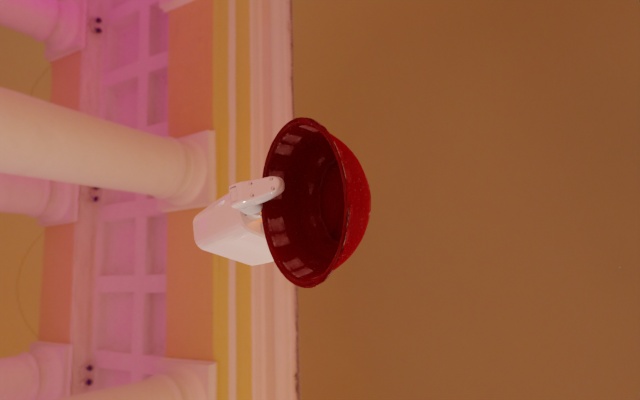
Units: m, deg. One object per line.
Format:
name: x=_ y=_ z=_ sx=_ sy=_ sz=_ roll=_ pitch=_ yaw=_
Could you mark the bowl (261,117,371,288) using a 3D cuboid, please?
bowl: x=0.001 y=0.001 z=0.467 sx=0.055 sy=0.162 sz=0.162 roll=-2 pitch=1 yaw=-32
